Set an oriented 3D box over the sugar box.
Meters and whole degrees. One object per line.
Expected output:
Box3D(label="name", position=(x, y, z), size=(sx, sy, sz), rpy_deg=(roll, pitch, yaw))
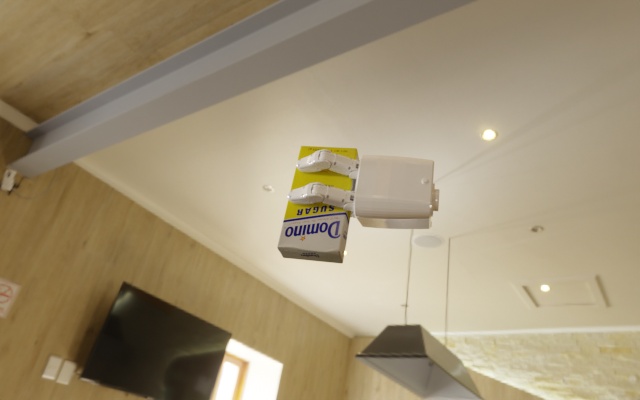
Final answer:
Box3D(label="sugar box", position=(0.000, 0.002, 0.713), size=(0.093, 0.176, 0.048), rpy_deg=(3, -31, 14))
